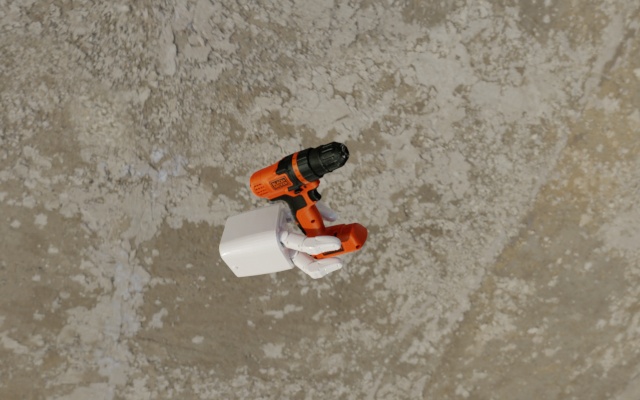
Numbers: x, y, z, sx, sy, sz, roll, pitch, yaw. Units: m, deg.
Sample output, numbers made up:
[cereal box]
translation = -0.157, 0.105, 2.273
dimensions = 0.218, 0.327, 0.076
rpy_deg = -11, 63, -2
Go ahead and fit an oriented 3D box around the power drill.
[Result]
[power drill]
translation = 0.000, 0.003, 0.771
dimensions = 0.184, 0.188, 0.057
rpy_deg = -17, 27, 34
